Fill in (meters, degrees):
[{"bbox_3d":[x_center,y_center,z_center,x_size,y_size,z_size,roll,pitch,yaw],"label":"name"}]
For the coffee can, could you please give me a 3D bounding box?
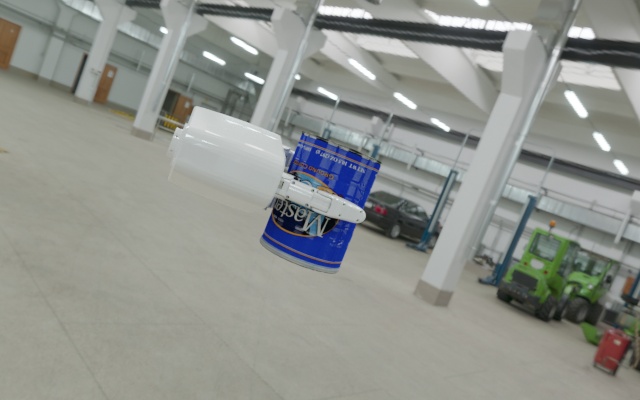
[{"bbox_3d":[0.000,0.002,0.568,0.103,0.140,0.103,22,5,-2],"label":"coffee can"}]
